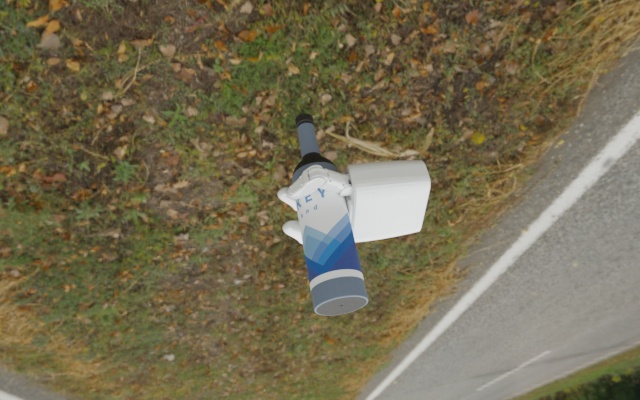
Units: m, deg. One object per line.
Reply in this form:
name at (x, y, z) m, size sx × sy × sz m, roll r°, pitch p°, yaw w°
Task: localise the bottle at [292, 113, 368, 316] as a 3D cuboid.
bottle at (0.000, 0.002, 0.645) m, size 0.069 × 0.295 × 0.069 m, roll -8°, pitch -30°, yaw -5°
